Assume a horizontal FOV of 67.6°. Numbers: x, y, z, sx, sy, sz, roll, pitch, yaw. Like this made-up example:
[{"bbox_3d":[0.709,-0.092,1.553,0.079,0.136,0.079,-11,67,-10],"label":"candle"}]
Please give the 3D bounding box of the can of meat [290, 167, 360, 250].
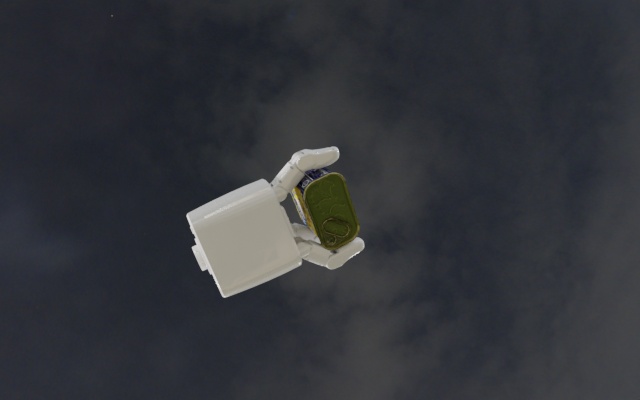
[{"bbox_3d":[0.000,0.002,0.630,0.057,0.102,0.084,-27,28,-13],"label":"can of meat"}]
